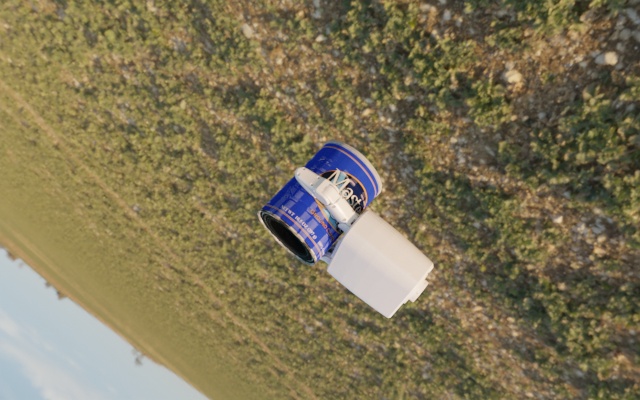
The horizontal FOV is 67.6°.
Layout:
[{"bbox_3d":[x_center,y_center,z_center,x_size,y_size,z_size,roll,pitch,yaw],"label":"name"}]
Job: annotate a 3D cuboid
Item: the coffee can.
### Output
[{"bbox_3d":[0.000,0.002,0.644,0.140,0.103,0.103,-47,19,-19],"label":"coffee can"}]
